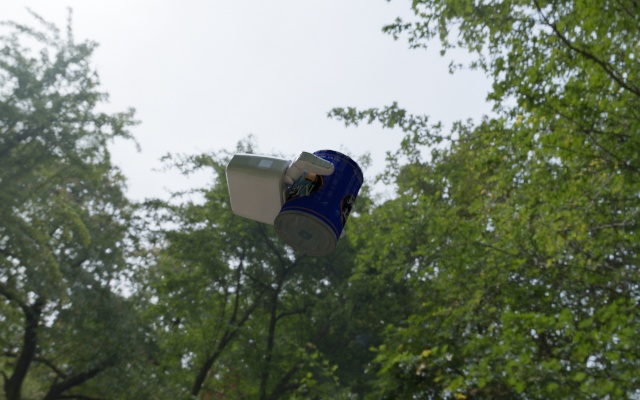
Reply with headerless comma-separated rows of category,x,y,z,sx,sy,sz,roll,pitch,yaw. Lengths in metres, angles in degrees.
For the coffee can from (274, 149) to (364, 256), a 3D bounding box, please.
coffee can,0.000,0.003,0.763,0.103,0.140,0.103,17,-37,13
